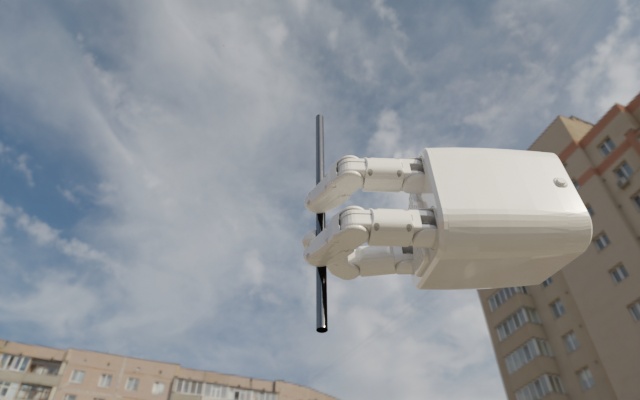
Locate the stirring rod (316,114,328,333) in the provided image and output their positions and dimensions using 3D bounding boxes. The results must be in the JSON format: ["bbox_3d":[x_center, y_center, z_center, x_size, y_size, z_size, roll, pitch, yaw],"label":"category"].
[{"bbox_3d":[0.000,0.001,0.407,0.011,0.239,0.011,0,-44,0],"label":"stirring rod"}]
